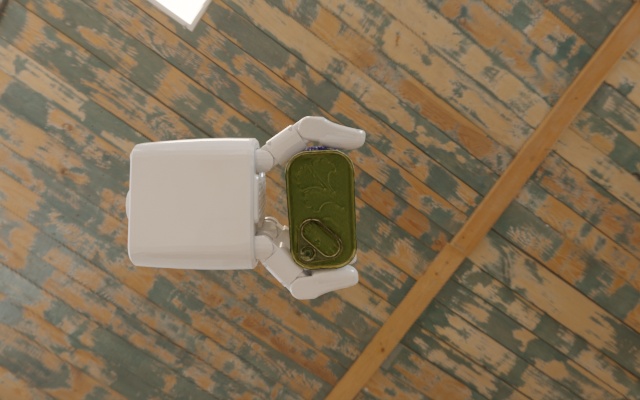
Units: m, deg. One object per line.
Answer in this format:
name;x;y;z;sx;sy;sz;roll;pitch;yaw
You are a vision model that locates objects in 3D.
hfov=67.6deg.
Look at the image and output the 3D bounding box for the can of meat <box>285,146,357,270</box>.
can of meat;0.000;0.001;0.438;0.057;0.102;0.084;-3;11;-1
